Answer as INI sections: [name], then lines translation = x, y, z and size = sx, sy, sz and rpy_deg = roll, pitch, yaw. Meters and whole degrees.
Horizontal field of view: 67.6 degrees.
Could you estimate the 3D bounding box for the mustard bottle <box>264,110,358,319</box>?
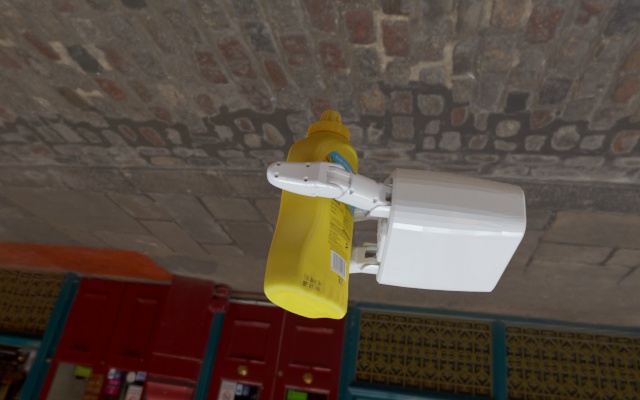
[mustard bottle]
translation = 0.000, 0.002, 0.428
size = 0.058, 0.191, 0.096
rpy_deg = -5, -28, 26
